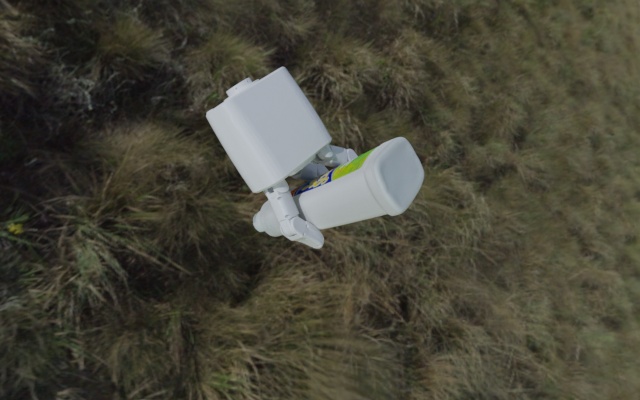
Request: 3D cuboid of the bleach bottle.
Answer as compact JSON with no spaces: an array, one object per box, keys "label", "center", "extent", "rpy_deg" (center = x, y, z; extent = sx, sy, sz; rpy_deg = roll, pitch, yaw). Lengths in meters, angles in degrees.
[{"label":"bleach bottle","center":[0.000,0.002,0.597],"extent":[0.251,0.068,0.102],"rpy_deg":[-21,17,40]}]
